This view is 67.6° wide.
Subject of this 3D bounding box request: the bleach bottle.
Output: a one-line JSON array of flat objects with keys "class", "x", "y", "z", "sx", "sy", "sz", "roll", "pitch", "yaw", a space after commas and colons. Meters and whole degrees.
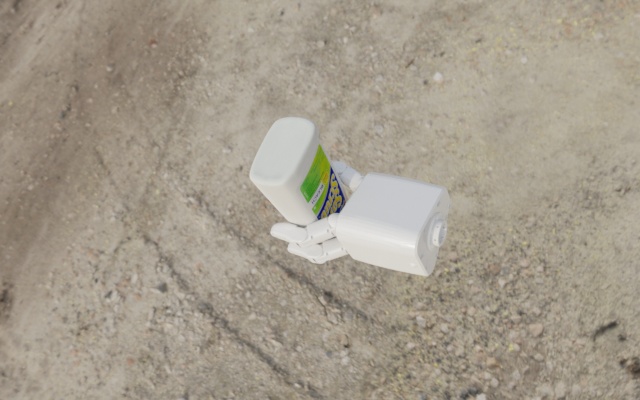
[{"class": "bleach bottle", "x": 0.000, "y": 0.002, "z": 0.657, "sx": 0.068, "sy": 0.102, "sz": 0.251, "roll": 12, "pitch": -24, "yaw": 31}]
